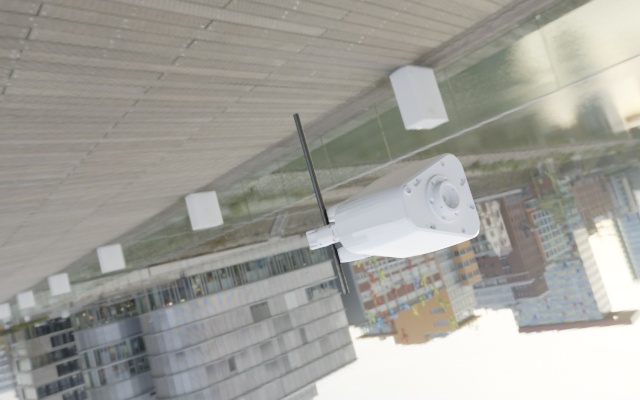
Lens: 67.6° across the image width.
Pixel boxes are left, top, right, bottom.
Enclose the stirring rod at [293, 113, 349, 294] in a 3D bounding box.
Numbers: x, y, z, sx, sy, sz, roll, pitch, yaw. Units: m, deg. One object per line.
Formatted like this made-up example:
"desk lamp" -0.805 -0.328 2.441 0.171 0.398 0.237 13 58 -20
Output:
"stirring rod" 0.000 0.002 0.613 0.011 0.239 0.011 -16 -6 -2
